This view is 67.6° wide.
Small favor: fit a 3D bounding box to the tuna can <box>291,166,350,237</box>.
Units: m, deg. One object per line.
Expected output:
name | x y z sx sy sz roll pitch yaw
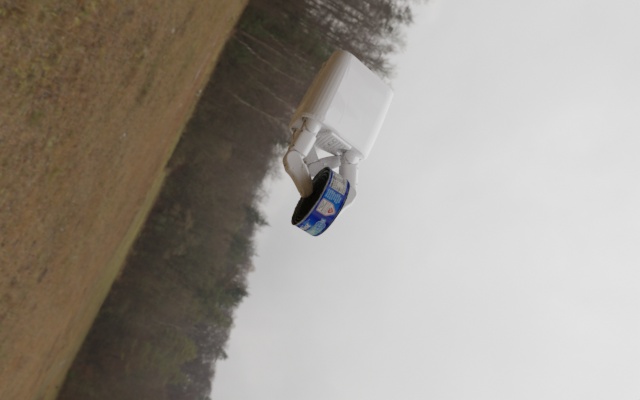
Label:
tuna can | 0.001 0.002 0.602 0.034 0.086 0.086 32 -9 -15
